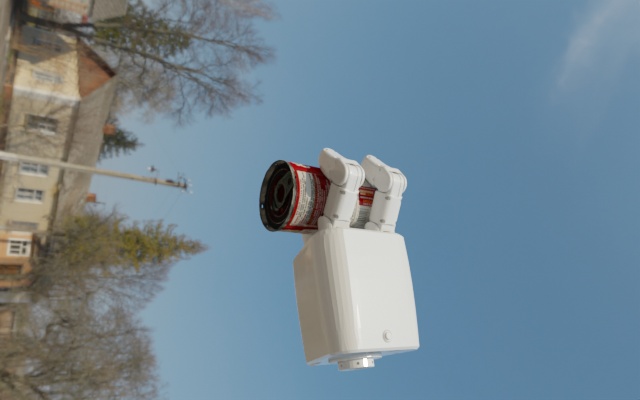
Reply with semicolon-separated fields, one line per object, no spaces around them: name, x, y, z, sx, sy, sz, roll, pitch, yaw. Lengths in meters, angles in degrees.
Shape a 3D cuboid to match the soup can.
soup can;0.000;0.001;0.472;0.102;0.068;0.068;8;-5;-32
